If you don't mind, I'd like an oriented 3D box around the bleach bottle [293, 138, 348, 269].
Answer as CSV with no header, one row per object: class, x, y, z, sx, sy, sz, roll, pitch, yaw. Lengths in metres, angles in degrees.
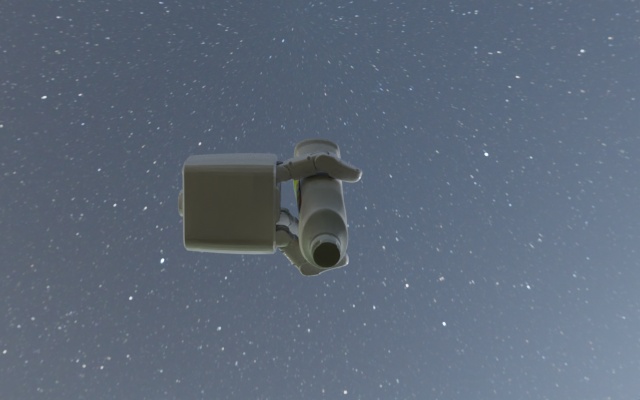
bleach bottle,0.000,0.002,0.585,0.068,0.103,0.250,0,21,-3
